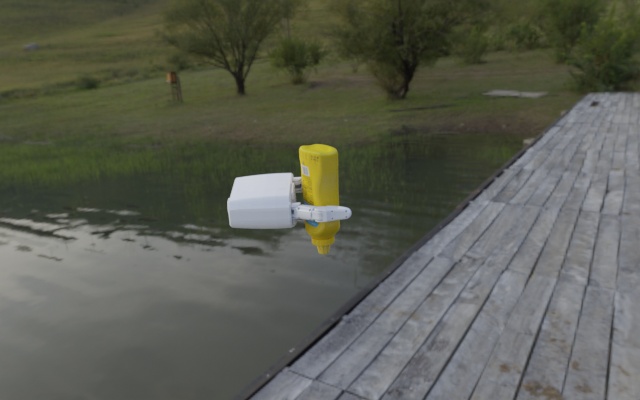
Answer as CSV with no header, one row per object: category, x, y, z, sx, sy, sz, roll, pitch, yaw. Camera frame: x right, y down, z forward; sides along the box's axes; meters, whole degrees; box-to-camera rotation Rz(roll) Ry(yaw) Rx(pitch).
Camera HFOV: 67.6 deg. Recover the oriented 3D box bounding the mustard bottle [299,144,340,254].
mustard bottle,0.000,0.002,0.832,0.058,0.192,0.096,-10,18,-22
